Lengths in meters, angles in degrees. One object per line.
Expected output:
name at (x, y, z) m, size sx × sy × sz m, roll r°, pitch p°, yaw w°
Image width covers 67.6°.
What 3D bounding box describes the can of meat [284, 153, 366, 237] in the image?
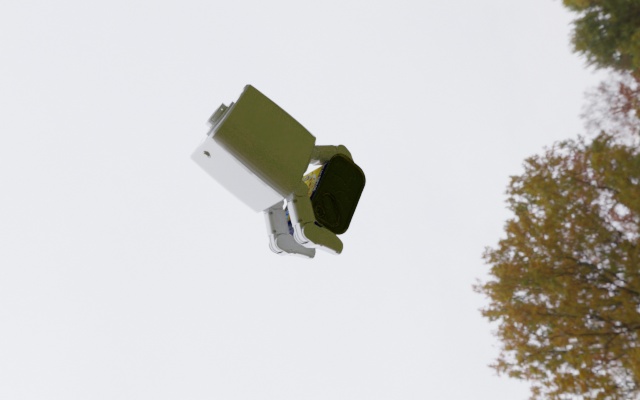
can of meat at (0.000, 0.002, 0.598) m, size 0.057 × 0.102 × 0.084 m, roll 37°, pitch -33°, yaw -21°
